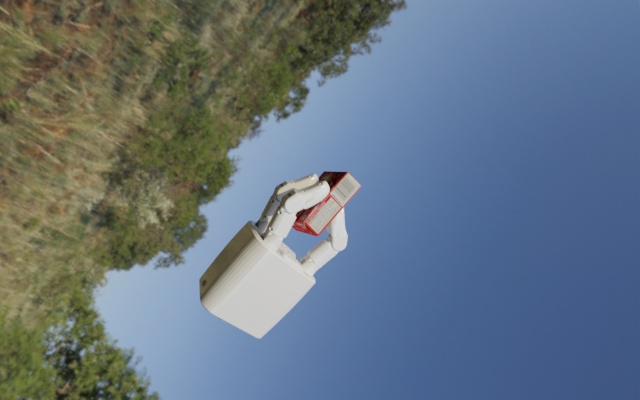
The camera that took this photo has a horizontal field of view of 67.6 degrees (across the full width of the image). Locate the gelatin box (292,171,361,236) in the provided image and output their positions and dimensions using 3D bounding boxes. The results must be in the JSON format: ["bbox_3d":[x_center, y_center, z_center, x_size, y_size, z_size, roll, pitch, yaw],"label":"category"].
[{"bbox_3d":[0.001,0.002,0.613,0.030,0.089,0.073,46,-14,-19],"label":"gelatin box"}]
